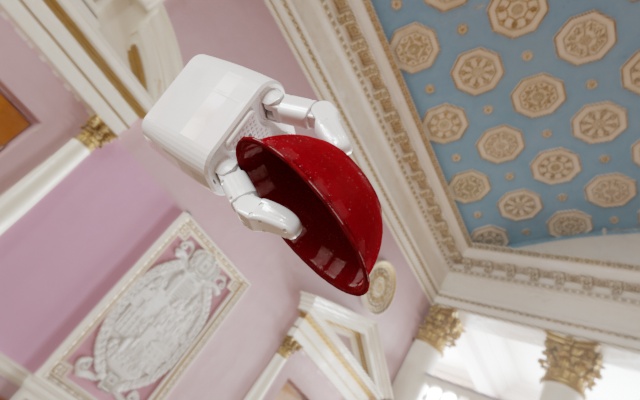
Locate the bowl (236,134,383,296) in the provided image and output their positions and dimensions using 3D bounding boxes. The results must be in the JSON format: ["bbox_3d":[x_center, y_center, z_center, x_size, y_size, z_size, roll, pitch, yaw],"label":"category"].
[{"bbox_3d":[0.001,0.002,0.401,0.055,0.162,0.162,-39,15,-20],"label":"bowl"}]
